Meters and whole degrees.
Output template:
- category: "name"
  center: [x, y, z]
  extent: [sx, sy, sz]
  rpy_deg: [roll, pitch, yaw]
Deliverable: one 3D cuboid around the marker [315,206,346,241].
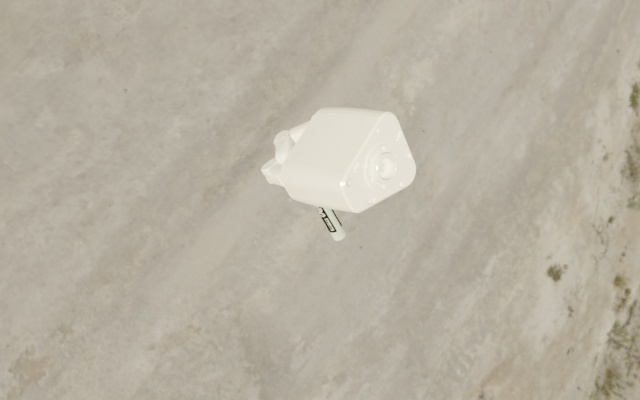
- category: "marker"
  center: [0.000, 0.002, 0.601]
  extent: [0.020, 0.121, 0.020]
  rpy_deg: [-21, 31, 14]
